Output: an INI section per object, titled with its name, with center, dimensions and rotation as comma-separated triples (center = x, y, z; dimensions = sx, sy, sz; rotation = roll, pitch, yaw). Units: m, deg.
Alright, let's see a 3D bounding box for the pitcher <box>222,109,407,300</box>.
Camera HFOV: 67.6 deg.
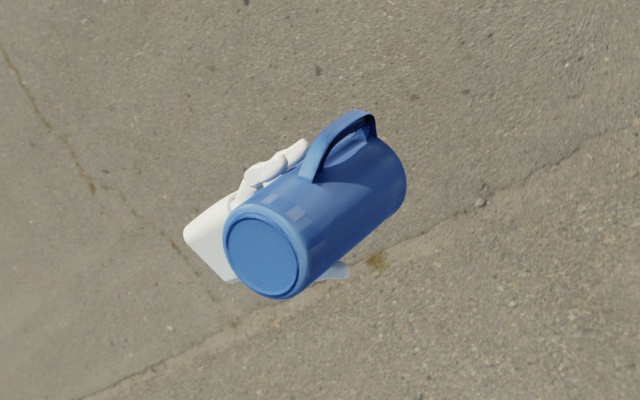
[pitcher]
center = 0.000, 0.002, 0.562
dimensions = 0.145, 0.149, 0.242
rotation = -27, 6, 37
